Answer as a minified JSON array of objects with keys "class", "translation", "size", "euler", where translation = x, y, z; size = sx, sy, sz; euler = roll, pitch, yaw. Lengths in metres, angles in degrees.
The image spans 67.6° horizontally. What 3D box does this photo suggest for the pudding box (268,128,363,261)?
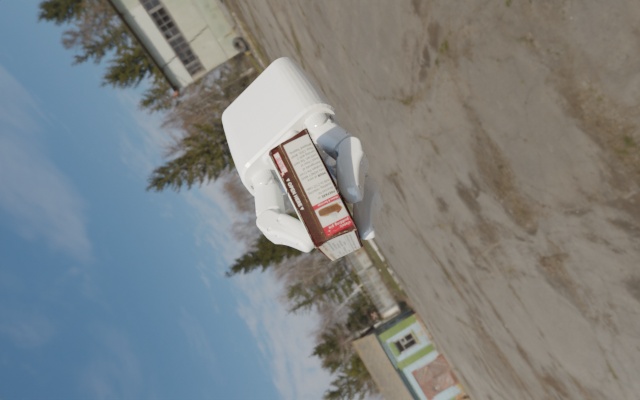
[{"class":"pudding box","translation":[0.000,0.001,0.409],"size":[0.039,0.090,0.113],"euler":[-28,-14,3]}]
